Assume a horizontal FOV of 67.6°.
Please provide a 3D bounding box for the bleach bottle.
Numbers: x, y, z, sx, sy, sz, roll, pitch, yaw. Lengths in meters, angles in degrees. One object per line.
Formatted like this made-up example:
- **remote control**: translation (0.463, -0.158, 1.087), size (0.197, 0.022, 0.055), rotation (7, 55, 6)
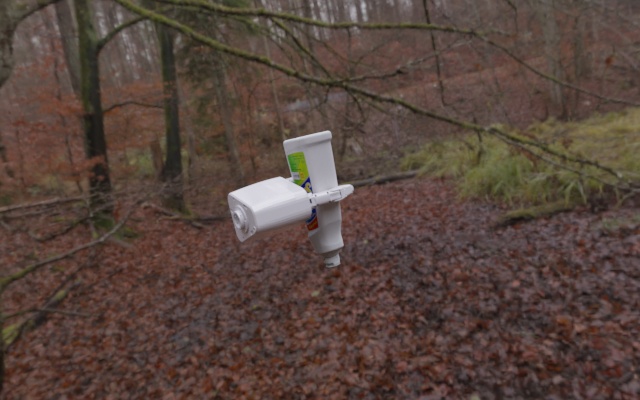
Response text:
- **bleach bottle**: translation (0.000, 0.003, 0.891), size (0.068, 0.251, 0.102), rotation (-18, 10, -30)
